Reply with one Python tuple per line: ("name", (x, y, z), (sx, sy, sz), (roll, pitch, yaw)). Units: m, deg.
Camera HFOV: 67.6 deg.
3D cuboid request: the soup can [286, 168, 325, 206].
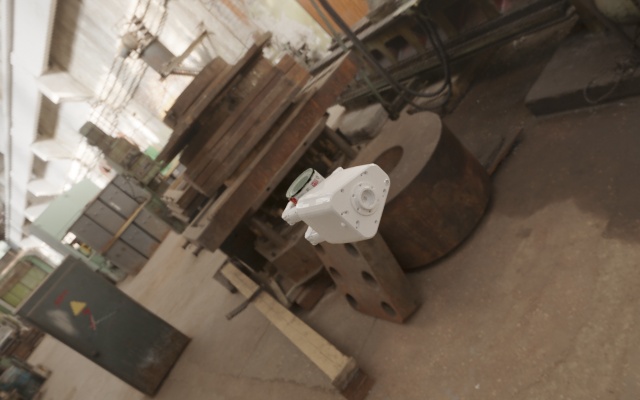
("soup can", (0.000, 0.002, 0.813), (0.102, 0.068, 0.068), (42, -15, -18))
